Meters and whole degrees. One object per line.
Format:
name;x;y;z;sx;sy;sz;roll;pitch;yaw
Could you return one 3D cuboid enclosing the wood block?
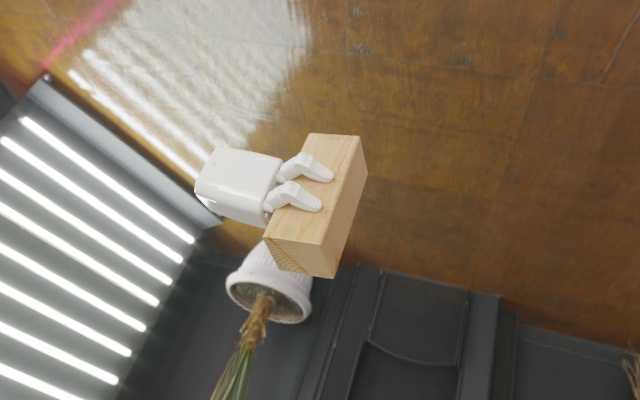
wood block;0.000;0.003;0.727;0.090;0.206;0.091;6;-37;21
